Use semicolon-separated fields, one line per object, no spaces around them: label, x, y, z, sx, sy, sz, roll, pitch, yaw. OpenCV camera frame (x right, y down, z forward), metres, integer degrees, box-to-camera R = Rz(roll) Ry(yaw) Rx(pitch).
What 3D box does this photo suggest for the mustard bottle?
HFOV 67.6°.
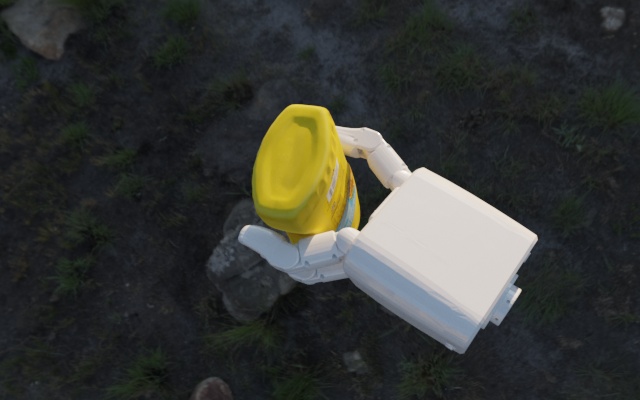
mustard bottle;0.000;0.001;0.435;0.058;0.096;0.192;8;-18;17
